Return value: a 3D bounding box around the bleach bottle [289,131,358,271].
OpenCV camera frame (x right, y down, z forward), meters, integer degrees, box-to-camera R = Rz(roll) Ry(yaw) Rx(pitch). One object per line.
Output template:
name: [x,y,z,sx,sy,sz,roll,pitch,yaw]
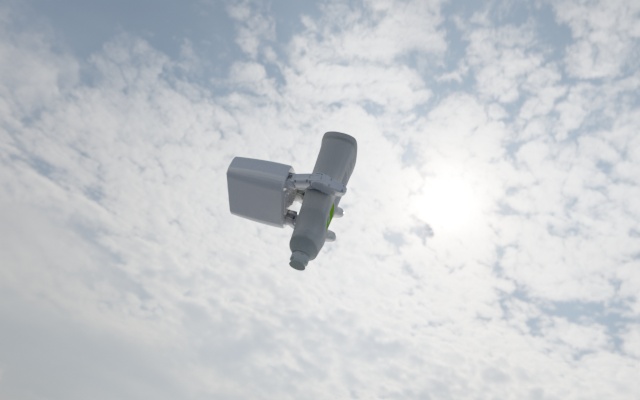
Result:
bleach bottle: [0.000,0.003,0.819,0.068,0.250,0.103,13,-35,11]
